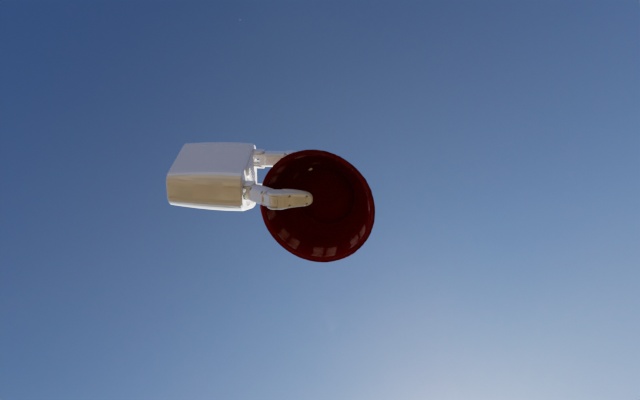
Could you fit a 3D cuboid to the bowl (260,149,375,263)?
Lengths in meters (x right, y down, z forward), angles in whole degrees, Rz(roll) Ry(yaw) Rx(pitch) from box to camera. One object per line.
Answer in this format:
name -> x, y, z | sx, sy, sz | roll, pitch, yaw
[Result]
bowl -> 0.001, 0.002, 0.664 | 0.162, 0.162, 0.055 | 0, 19, 16
